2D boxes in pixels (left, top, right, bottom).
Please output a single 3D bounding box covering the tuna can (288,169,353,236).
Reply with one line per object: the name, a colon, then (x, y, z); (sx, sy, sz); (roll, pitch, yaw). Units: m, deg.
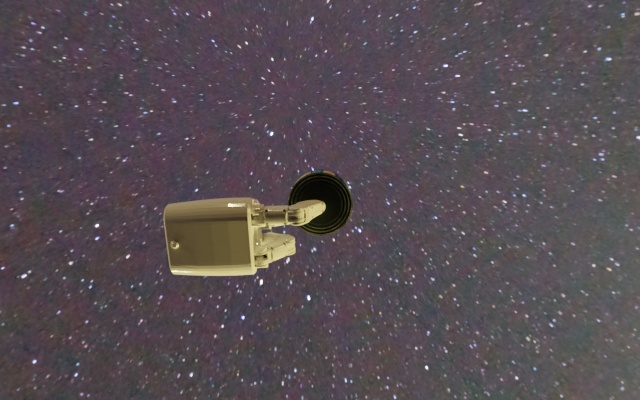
tuna can: (0.000, 0.002, 0.641); (0.086, 0.086, 0.033); (0, 13, 2)
